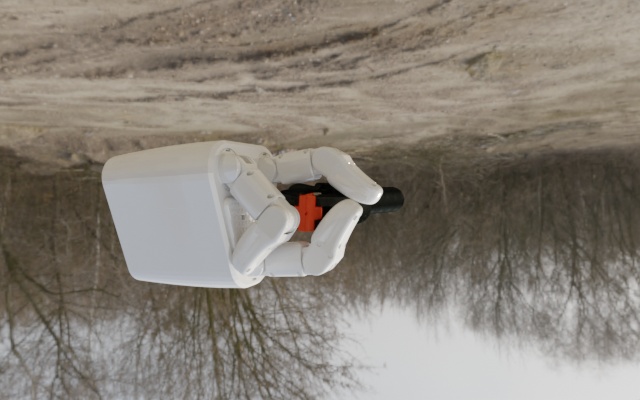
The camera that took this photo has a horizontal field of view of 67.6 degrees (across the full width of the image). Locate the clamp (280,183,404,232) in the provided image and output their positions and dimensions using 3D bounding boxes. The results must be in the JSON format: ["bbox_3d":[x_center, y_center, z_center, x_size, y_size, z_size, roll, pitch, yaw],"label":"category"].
[{"bbox_3d":[0.000,0.002,0.431,0.120,0.039,0.171,-3,1,22],"label":"clamp"}]
